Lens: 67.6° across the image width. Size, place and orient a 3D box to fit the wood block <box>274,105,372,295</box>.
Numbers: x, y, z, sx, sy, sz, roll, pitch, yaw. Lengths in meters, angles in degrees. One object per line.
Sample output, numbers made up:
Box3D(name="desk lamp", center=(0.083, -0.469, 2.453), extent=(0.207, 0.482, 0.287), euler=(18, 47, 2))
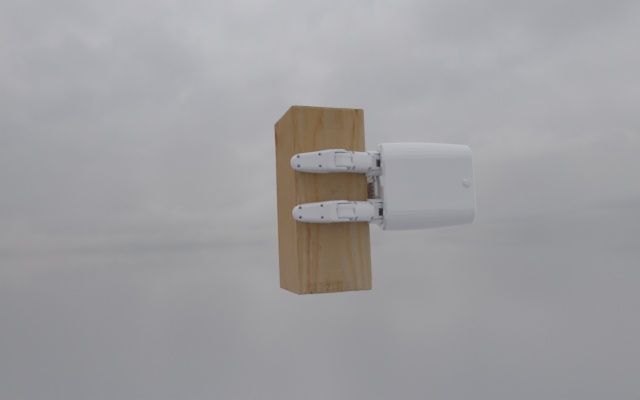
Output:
Box3D(name="wood block", center=(0.000, 0.002, 0.570), extent=(0.090, 0.206, 0.091), euler=(-1, -5, -18))
